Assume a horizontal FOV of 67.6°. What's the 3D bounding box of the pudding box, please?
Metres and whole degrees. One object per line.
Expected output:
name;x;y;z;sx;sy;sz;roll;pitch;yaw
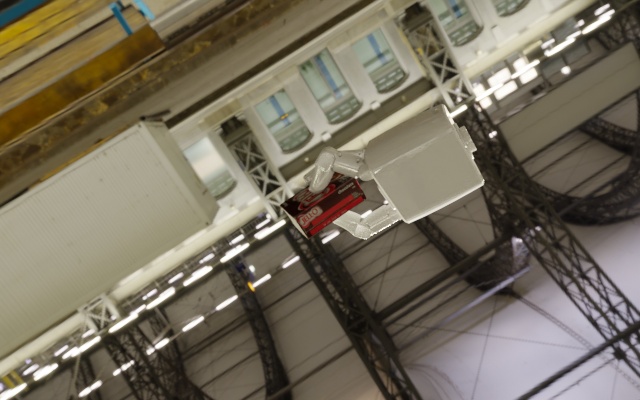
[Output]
pudding box;0.000;0.002;0.622;0.090;0.039;0.113;-33;11;-8
